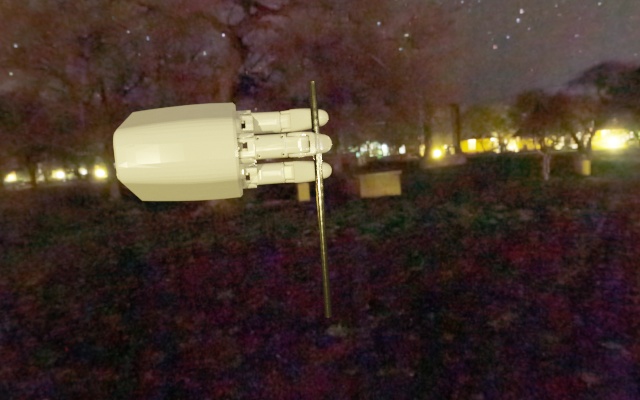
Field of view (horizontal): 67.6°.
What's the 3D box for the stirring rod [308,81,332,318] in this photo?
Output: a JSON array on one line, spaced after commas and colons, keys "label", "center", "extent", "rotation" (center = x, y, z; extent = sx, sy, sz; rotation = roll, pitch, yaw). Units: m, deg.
[{"label": "stirring rod", "center": [0.000, 0.002, 0.487], "extent": [0.011, 0.239, 0.011], "rotation": [-4, 6, 0]}]
